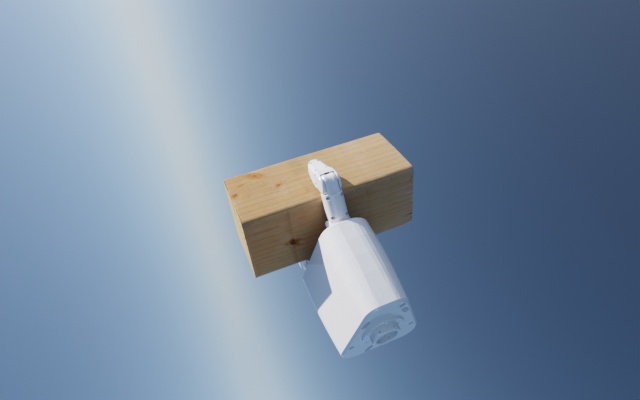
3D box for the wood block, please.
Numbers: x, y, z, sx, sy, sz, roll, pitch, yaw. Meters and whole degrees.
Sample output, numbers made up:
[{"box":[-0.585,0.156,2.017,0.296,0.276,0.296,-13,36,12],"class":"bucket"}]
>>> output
[{"box":[0.000,0.002,0.581,0.206,0.091,0.090,-18,41,-14],"class":"wood block"}]
